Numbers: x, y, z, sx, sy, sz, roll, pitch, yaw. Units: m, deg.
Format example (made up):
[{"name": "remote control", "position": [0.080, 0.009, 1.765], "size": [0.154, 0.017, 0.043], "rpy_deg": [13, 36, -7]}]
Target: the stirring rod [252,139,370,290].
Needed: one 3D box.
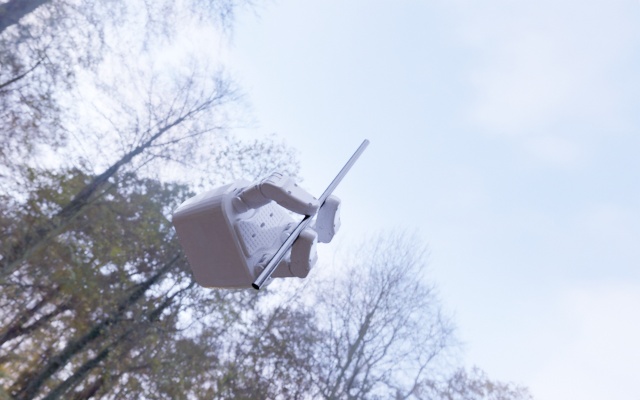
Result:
[{"name": "stirring rod", "position": [0.000, 0.002, 0.480], "size": [0.011, 0.011, 0.239], "rpy_deg": [0, 36, 34]}]
